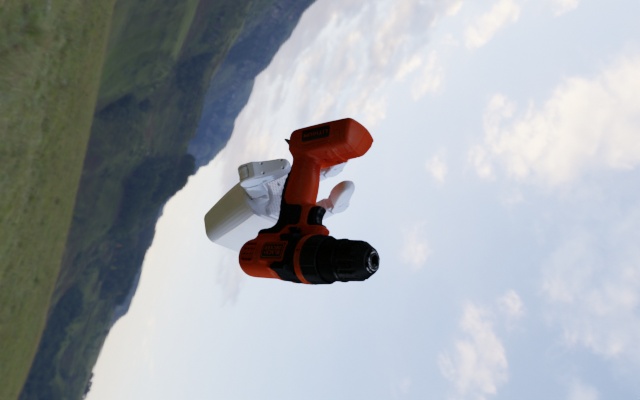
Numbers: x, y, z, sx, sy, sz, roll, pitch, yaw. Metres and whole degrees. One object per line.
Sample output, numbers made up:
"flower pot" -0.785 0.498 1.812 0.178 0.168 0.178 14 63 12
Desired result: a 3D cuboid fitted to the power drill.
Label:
"power drill" 0.000 0.001 0.526 0.184 0.187 0.057 -4 -31 40
